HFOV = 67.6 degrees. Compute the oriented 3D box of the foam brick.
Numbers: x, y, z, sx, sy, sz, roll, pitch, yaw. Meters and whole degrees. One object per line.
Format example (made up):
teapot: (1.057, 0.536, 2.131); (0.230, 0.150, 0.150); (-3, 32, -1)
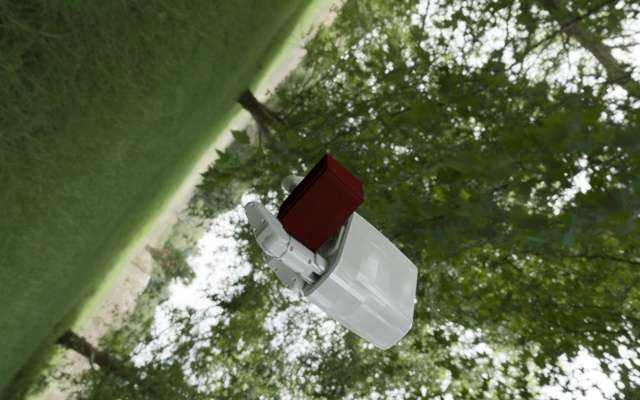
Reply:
foam brick: (0.000, 0.001, 0.482); (0.051, 0.078, 0.053); (39, 19, -11)
